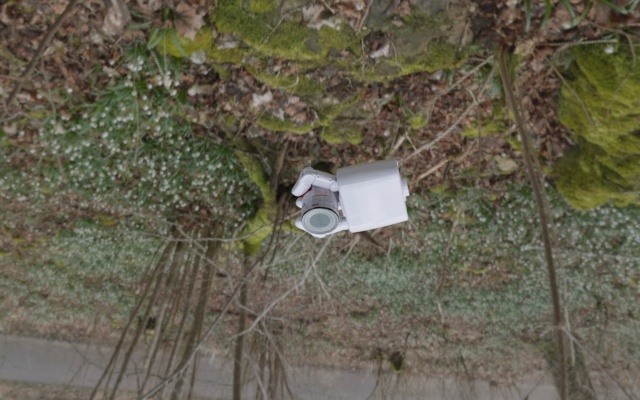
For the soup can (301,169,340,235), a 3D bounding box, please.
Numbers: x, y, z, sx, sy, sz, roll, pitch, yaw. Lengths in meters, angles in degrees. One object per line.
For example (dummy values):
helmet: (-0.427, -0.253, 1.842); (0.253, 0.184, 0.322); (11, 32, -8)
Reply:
soup can: (0.000, 0.003, 0.850); (0.068, 0.069, 0.102); (0, 43, 0)
